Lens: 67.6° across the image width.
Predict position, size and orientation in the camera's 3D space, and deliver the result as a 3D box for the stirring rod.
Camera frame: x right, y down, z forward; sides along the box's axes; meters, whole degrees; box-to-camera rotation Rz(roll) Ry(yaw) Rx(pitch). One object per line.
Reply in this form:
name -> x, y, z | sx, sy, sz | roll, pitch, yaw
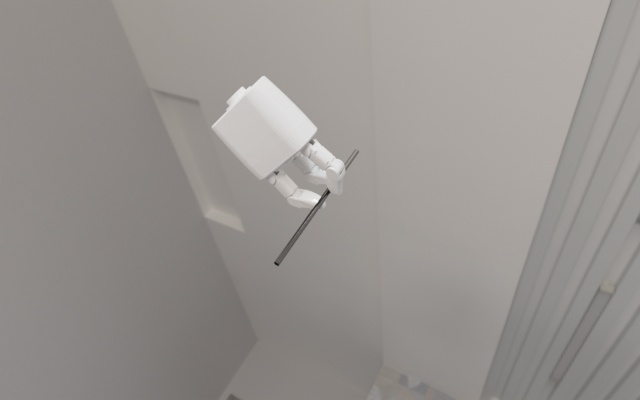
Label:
stirring rod -> 0.000, 0.002, 0.691 | 0.011, 0.011, 0.239 | 0, 42, 40
